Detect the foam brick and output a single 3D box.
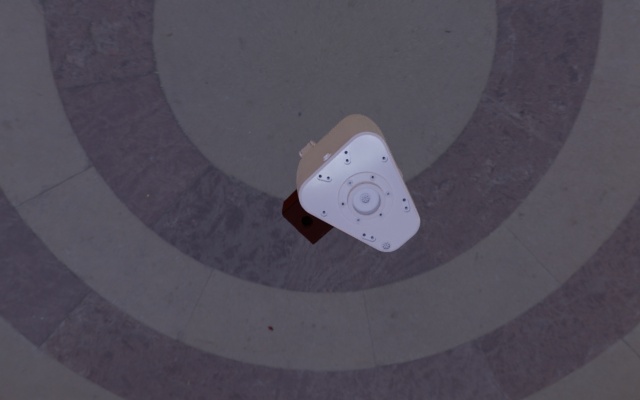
[{"bbox_3d":[0.000,0.002,0.554,0.078,0.053,0.051,-43,14,11],"label":"foam brick"}]
